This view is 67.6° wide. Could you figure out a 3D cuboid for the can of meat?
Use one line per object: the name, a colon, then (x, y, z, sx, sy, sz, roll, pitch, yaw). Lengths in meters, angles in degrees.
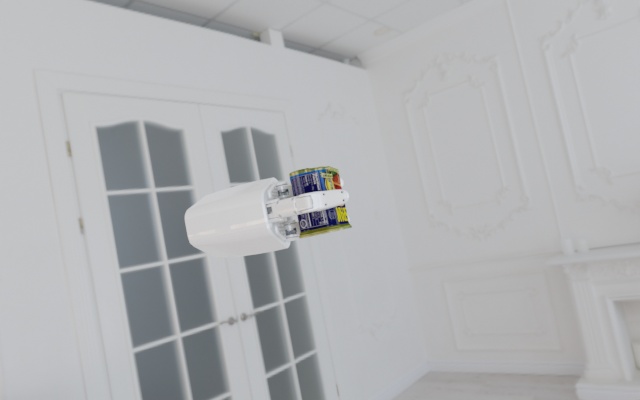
can of meat: (0.000, 0.002, 0.630, 0.057, 0.084, 0.102, -13, -4, 13)
